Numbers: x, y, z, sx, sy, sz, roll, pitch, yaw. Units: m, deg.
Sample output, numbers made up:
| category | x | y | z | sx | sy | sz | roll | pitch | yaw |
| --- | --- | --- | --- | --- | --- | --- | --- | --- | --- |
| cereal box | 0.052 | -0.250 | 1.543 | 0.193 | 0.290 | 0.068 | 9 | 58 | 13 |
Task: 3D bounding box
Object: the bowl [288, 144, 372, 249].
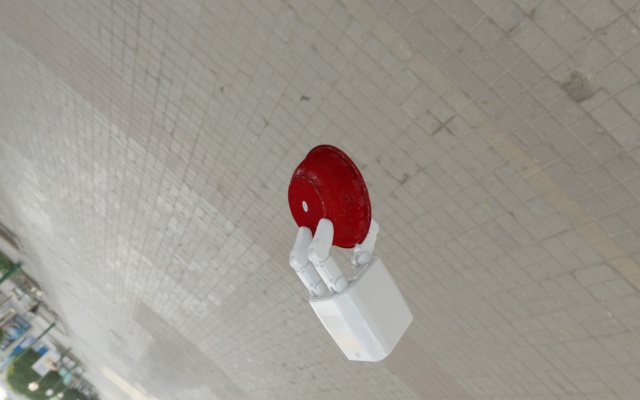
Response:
| category | x | y | z | sx | sy | sz | roll | pitch | yaw |
| --- | --- | --- | --- | --- | --- | --- | --- | --- | --- |
| bowl | -0.001 | 0.001 | 0.696 | 0.055 | 0.162 | 0.162 | -19 | 11 | -33 |
